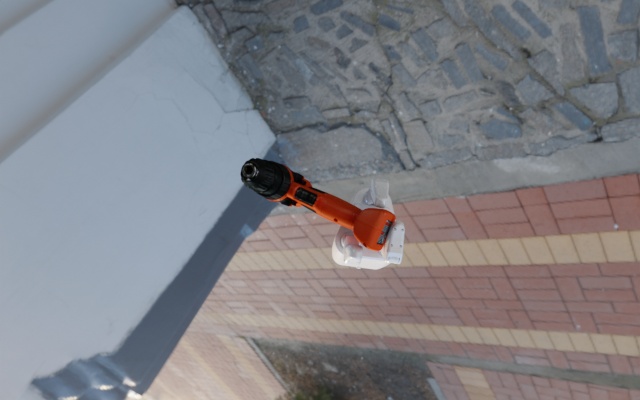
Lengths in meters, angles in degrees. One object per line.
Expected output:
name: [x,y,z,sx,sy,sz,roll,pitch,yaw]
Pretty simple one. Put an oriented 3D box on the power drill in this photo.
power drill: [0.001,0.002,0.640,0.187,0.057,0.184,26,3,20]
